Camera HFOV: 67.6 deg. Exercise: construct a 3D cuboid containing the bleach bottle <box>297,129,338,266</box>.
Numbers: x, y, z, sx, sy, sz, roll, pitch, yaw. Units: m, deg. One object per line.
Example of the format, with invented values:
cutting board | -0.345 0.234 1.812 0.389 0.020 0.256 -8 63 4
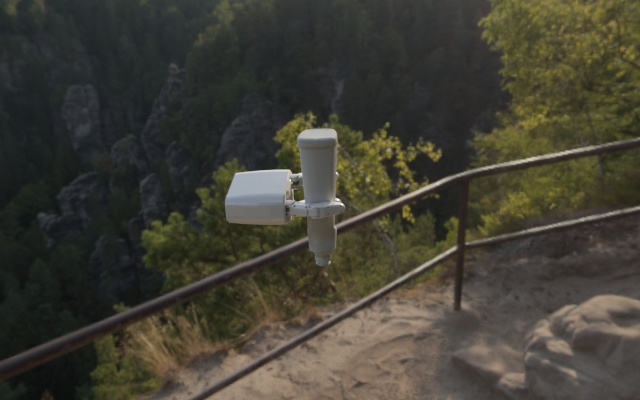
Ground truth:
bleach bottle | 0.000 0.003 0.861 0.068 0.251 0.102 -1 18 4
